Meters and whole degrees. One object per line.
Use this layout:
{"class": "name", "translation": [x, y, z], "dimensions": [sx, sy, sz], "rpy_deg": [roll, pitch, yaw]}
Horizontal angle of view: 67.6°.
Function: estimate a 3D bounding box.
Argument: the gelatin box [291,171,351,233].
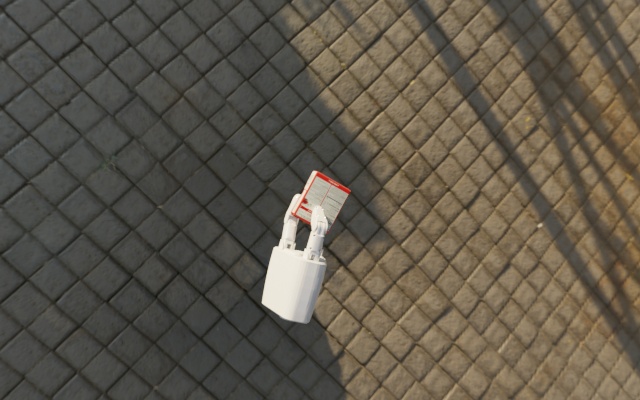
{"class": "gelatin box", "translation": [0.000, 0.003, 0.848], "dimensions": [0.073, 0.089, 0.030], "rpy_deg": [29, -1, -17]}
